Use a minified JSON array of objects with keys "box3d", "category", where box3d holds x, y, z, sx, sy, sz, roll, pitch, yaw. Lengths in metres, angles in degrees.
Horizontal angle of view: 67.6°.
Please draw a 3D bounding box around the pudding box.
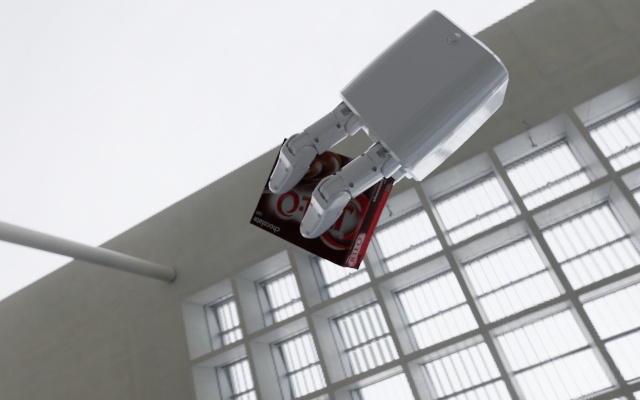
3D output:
[{"box3d":[0.000,0.001,0.438,0.113,0.090,0.039,21,-2,34],"category":"pudding box"}]
